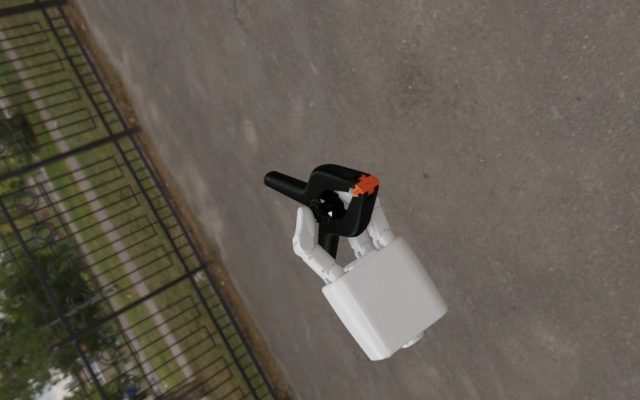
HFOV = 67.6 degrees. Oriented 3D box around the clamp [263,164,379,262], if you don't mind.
[{"bbox_3d":[0.000,0.002,0.596,0.036,0.164,0.210,-32,-6,-30],"label":"clamp"}]
